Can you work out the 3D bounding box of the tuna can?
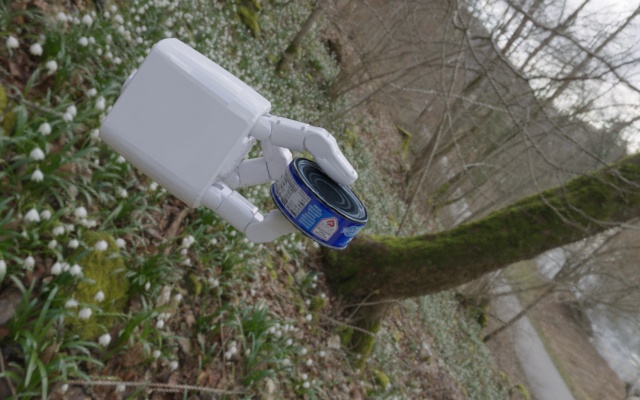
[{"bbox_3d":[0.000,0.001,0.417,0.086,0.034,0.086,36,19,-14],"label":"tuna can"}]
